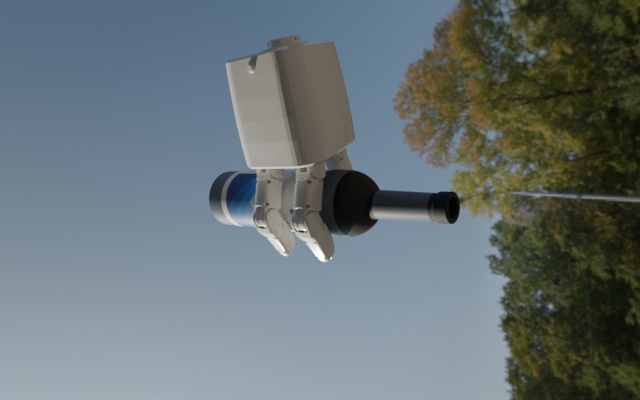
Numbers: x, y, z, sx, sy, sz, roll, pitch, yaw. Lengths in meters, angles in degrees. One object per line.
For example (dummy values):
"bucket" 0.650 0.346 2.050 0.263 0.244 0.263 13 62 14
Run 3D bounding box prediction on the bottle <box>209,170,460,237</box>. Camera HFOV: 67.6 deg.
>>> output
"bottle" 0.000 0.002 0.495 0.295 0.069 0.069 2 1 41
